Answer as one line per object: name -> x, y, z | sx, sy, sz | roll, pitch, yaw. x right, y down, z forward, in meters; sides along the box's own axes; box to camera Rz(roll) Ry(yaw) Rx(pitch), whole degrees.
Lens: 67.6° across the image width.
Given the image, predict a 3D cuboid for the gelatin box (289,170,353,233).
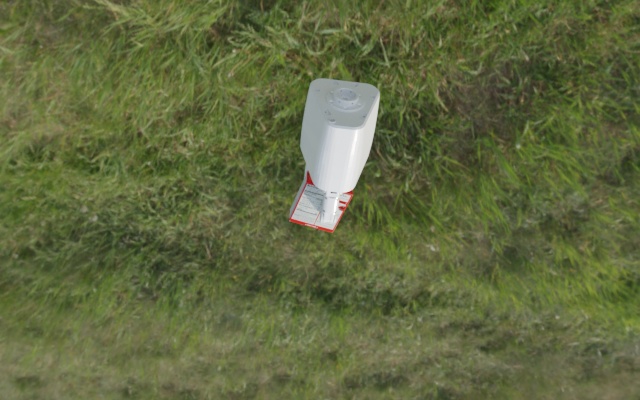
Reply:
gelatin box -> 0.000, 0.003, 0.725 | 0.073, 0.089, 0.030 | 15, 40, -12
